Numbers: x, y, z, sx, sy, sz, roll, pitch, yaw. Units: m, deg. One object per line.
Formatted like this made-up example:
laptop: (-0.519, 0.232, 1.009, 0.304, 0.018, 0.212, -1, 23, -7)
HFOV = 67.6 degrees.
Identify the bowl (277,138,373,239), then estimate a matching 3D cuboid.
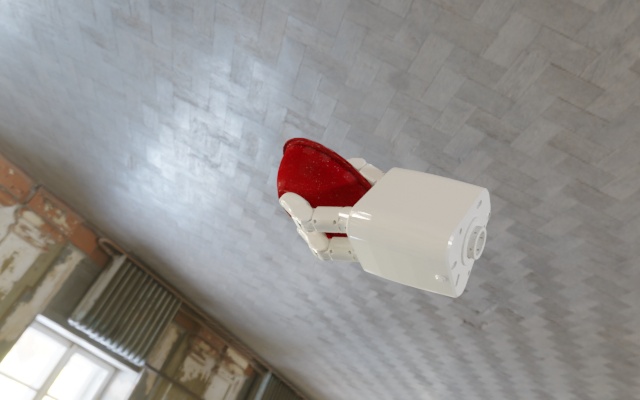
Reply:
bowl: (-0.001, 0.002, 0.581, 0.055, 0.162, 0.162, -48, 21, -20)
